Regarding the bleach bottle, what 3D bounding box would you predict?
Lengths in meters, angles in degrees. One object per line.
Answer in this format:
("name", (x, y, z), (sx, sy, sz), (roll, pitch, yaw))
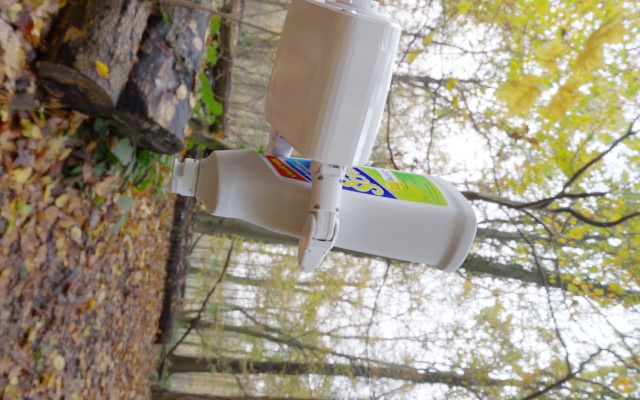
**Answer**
("bleach bottle", (0.000, 0.001, 0.417), (0.251, 0.068, 0.102), (9, 26, -15))
